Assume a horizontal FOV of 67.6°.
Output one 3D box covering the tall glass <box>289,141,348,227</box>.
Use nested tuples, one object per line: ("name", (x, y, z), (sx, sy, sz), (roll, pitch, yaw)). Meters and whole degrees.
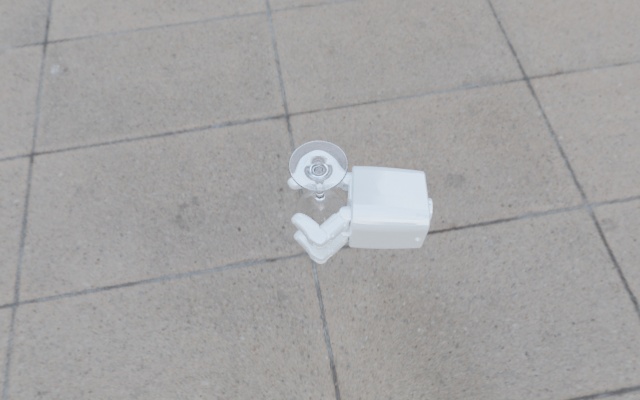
("tall glass", (0.000, 0.002, 0.683), (0.079, 0.079, 0.201), (0, -28, 1))
